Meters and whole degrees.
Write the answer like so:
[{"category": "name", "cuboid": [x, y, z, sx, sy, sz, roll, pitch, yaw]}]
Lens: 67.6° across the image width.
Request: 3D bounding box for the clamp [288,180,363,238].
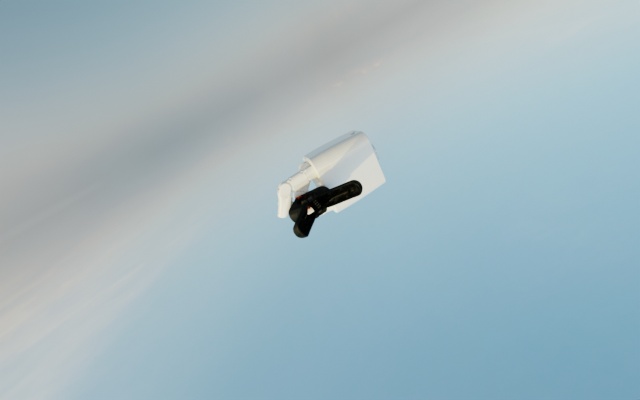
[{"category": "clamp", "cuboid": [0.000, 0.003, 0.747, 0.120, 0.039, 0.171, -30, 14, -5]}]
